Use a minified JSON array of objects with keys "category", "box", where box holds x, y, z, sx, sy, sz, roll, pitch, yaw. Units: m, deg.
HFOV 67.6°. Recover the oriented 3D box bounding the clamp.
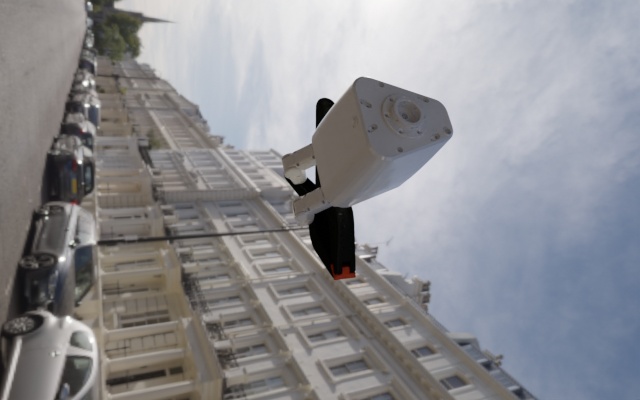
[{"category":"clamp","box":[0.001,0.002,0.602,0.036,0.210,0.165,-4,-22,-23]}]
